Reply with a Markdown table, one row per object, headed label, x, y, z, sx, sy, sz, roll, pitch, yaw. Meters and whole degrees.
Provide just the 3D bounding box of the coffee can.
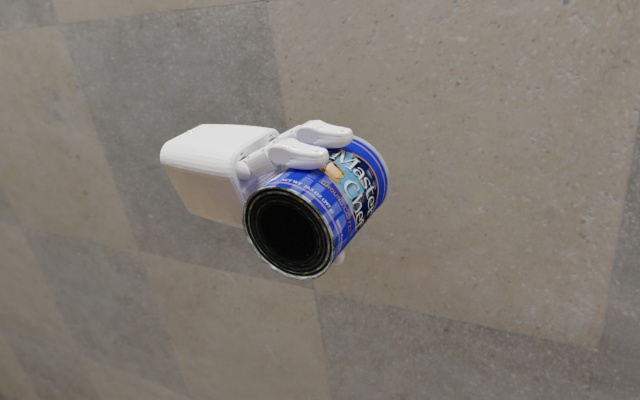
| label | x | y | z | sx | sy | sz | roll | pitch | yaw |
| --- | --- | --- | --- | --- | --- | --- | --- | --- | --- |
| coffee can | 0.000 | 0.002 | 0.503 | 0.103 | 0.103 | 0.140 | 0 | 27 | 32 |
